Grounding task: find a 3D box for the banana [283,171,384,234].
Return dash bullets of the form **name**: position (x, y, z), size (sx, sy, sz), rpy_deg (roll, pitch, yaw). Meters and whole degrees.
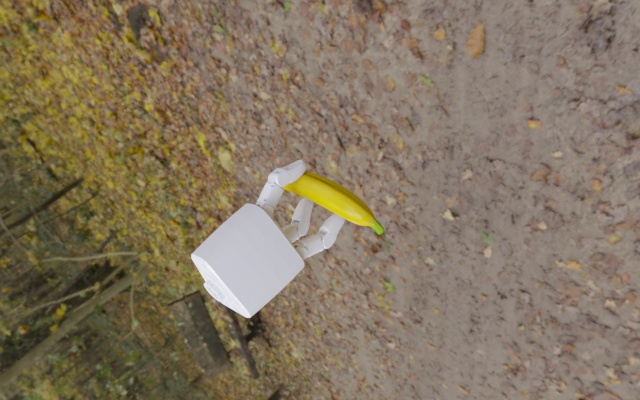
- **banana**: position (0.000, -0.008, 0.690), size (0.197, 0.037, 0.070), rpy_deg (29, -27, 28)
